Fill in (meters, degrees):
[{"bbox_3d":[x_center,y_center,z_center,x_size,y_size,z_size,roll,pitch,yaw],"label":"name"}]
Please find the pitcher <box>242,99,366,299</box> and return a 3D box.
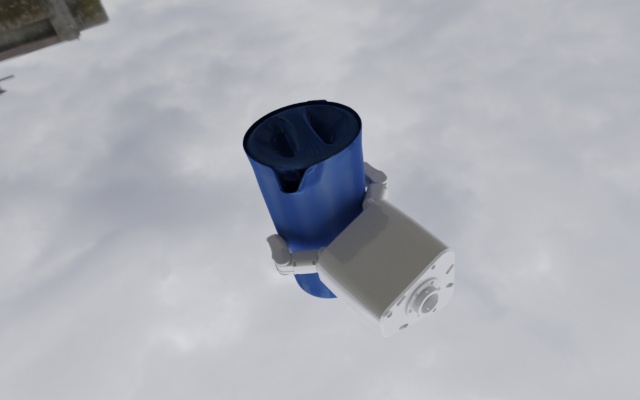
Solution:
[{"bbox_3d":[0.000,0.002,0.604,0.149,0.243,0.145,-32,44,-22],"label":"pitcher"}]
